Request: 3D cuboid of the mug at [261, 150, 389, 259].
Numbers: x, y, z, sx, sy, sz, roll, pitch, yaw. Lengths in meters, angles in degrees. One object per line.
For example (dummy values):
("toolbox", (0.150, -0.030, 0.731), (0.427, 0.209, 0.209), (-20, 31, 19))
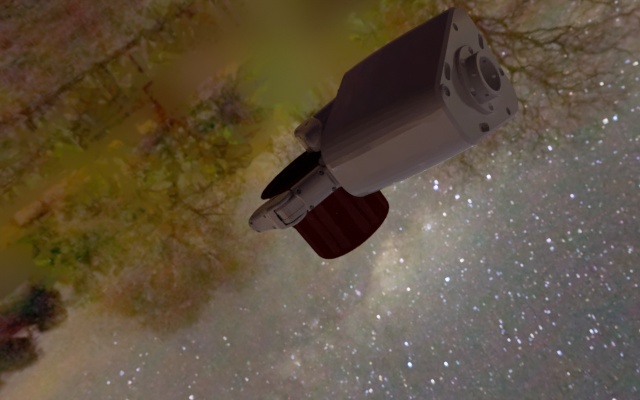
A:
("mug", (-0.001, 0.002, 0.439), (0.117, 0.081, 0.093), (-24, 20, 46))
